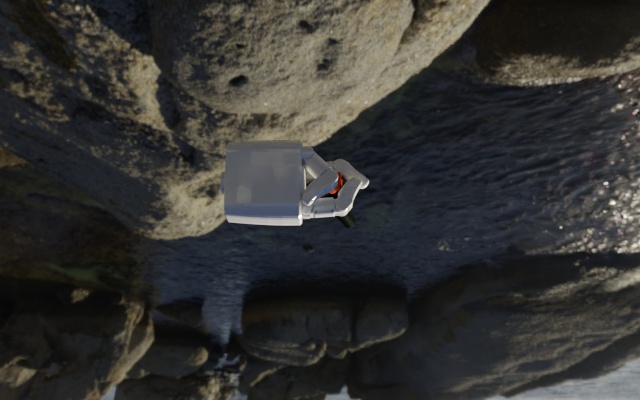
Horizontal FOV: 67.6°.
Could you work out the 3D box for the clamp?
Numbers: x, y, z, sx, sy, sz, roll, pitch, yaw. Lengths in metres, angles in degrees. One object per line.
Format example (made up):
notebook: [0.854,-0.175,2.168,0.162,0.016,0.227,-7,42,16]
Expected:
clamp: [0.000,0.003,0.755,0.120,0.039,0.171,0,-25,0]
